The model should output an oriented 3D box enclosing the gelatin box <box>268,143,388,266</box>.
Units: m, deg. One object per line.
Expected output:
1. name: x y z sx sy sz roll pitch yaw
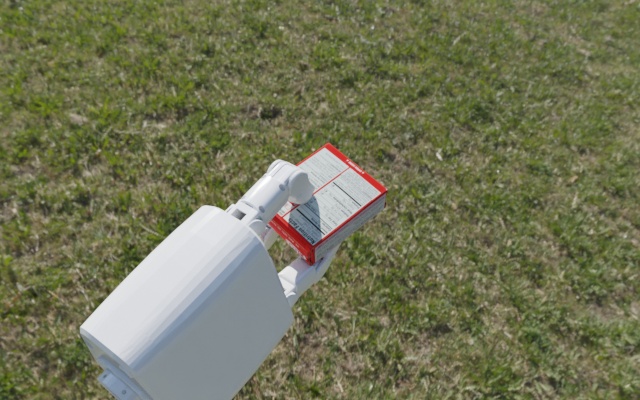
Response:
1. gelatin box: 0.000 0.001 0.402 0.089 0.030 0.073 -37 61 -23
